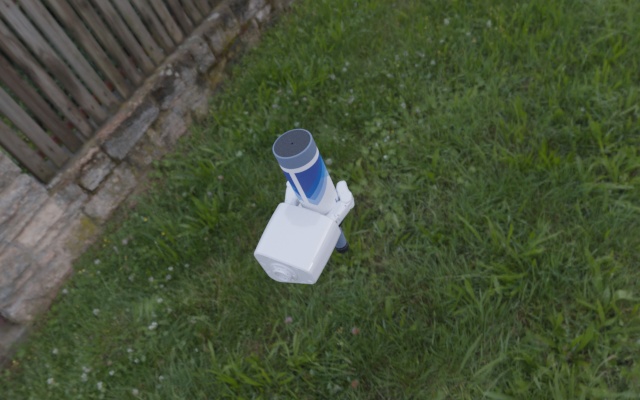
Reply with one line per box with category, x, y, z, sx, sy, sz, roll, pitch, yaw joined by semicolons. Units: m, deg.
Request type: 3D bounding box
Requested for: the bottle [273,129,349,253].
bottle;0.000;0.003;0.855;0.069;0.069;0.296;0;-39;23
